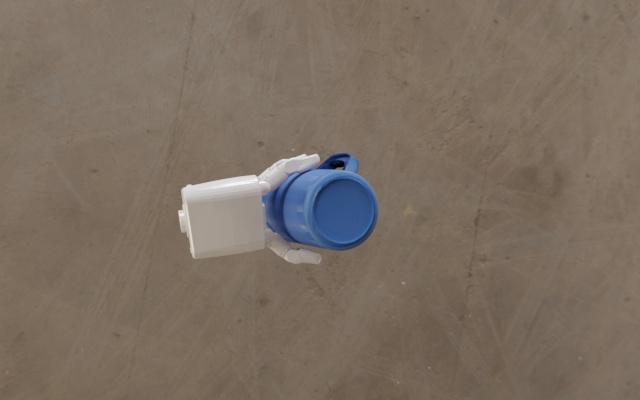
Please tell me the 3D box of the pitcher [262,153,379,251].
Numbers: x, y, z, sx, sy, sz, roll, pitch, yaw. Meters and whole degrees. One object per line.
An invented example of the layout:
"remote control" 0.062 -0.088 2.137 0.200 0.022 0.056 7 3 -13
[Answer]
"pitcher" 0.000 0.003 0.740 0.145 0.149 0.243 -7 3 -17
